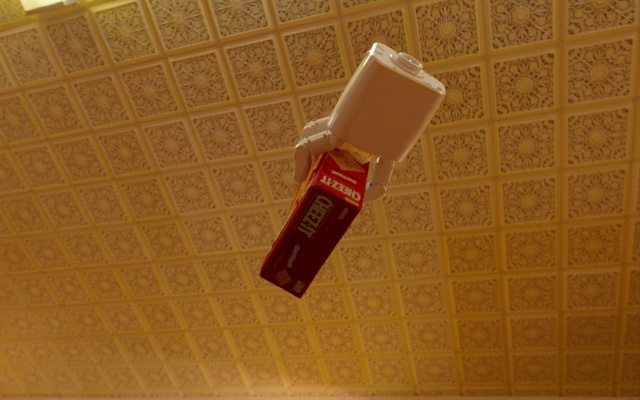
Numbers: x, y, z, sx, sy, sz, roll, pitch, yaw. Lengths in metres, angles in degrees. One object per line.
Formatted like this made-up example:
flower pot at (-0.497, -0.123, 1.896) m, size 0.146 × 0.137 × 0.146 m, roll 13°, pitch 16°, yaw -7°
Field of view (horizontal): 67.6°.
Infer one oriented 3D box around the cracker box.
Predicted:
cracker box at (0.000, 0.002, 0.663) m, size 0.072 × 0.164 × 0.213 m, roll 28°, pitch 31°, yaw -5°
